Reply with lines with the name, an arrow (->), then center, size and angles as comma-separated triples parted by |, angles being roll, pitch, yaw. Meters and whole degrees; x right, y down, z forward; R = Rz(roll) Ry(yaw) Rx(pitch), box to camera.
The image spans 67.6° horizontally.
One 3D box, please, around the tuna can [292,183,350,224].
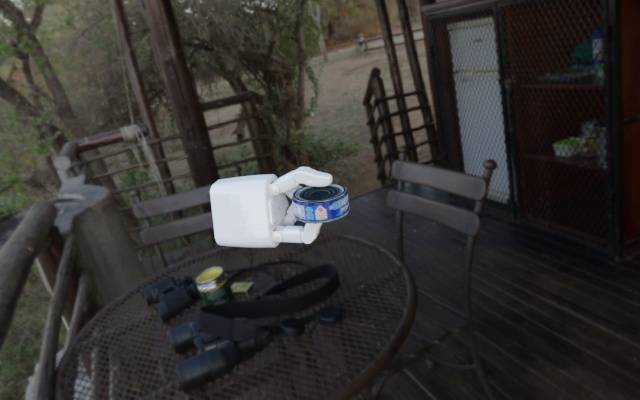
tuna can -> 0.000, 0.002, 0.721 | 0.086, 0.034, 0.086 | -6, 21, 2
